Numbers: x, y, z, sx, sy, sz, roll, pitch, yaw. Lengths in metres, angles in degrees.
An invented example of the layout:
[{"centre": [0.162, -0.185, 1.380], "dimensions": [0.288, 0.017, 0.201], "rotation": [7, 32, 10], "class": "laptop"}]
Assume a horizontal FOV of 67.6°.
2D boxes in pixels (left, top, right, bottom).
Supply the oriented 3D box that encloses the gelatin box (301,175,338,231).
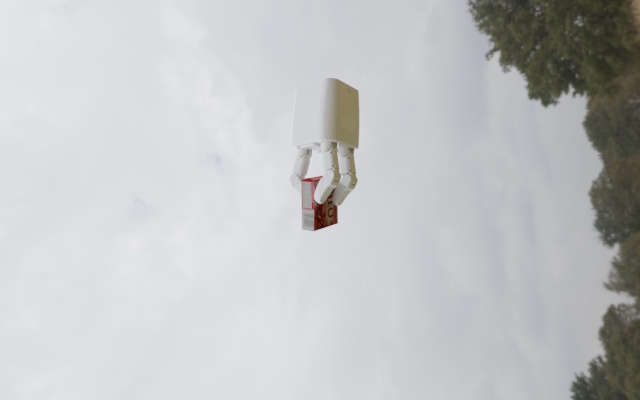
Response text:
[{"centre": [0.000, 0.003, 0.822], "dimensions": [0.030, 0.089, 0.073], "rotation": [7, 12, 34], "class": "gelatin box"}]
